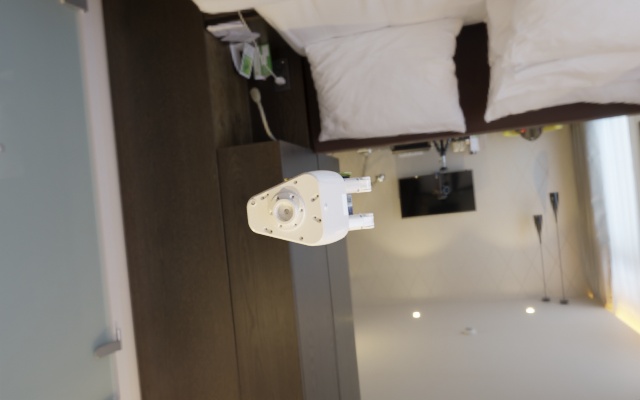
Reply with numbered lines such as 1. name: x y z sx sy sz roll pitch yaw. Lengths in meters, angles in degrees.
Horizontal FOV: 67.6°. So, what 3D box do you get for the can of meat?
1. can of meat: 0.000 0.003 0.743 0.102 0.084 0.057 -6 0 15
